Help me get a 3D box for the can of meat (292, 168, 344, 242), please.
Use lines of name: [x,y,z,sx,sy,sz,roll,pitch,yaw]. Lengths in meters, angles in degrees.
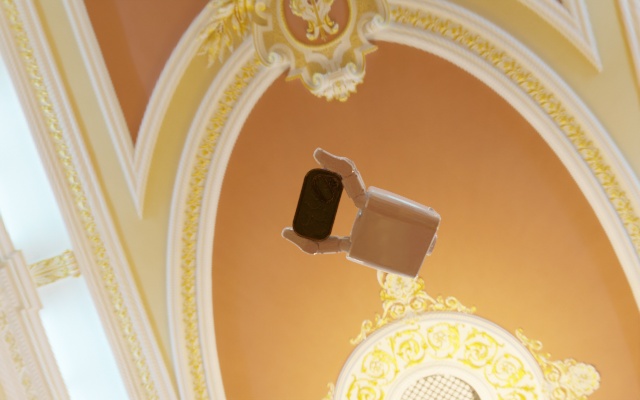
can of meat: [0.000,0.002,0.710,0.057,0.102,0.084,15,8,4]
